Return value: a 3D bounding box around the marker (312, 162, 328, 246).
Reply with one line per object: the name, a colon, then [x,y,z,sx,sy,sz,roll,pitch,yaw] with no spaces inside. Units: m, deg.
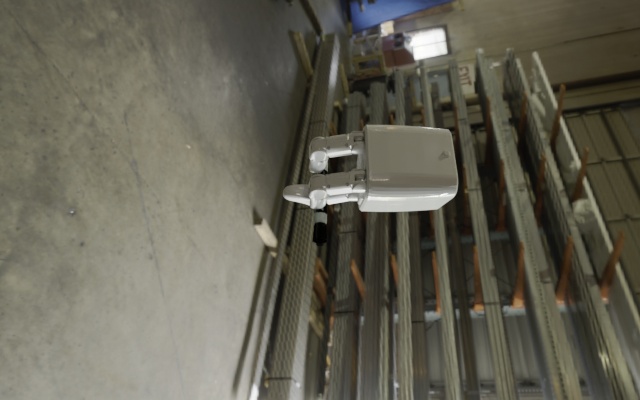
marker: [0.000,0.002,0.622,0.020,0.121,0.020,1,-27,0]
